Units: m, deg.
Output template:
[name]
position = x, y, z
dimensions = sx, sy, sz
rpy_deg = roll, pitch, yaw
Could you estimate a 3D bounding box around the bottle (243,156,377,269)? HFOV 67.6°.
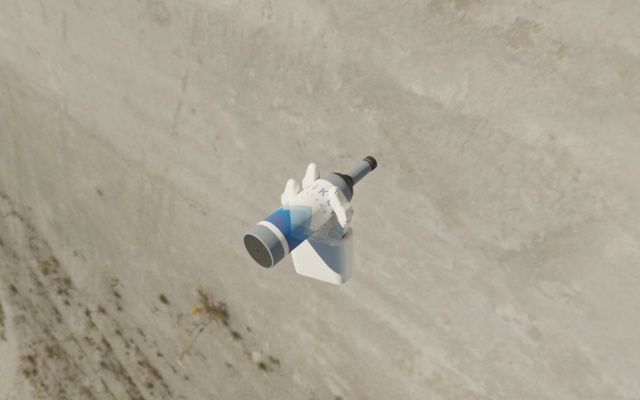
[bottle]
position = 0.000, 0.003, 0.807
dimensions = 0.069, 0.069, 0.295
rpy_deg = 0, 30, 49
